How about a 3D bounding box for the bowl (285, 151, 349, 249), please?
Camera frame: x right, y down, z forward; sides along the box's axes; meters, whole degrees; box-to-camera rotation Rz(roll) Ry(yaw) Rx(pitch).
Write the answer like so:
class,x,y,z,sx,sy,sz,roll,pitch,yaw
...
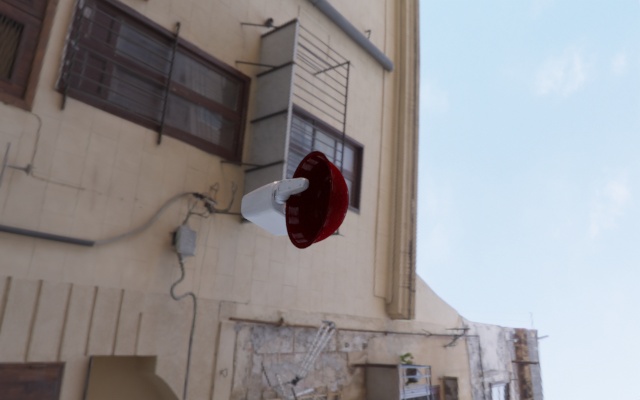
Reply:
class,x,y,z,sx,sy,sz,roll,pitch,yaw
bowl,0.001,0.003,0.786,0.055,0.162,0.162,11,-5,-27
